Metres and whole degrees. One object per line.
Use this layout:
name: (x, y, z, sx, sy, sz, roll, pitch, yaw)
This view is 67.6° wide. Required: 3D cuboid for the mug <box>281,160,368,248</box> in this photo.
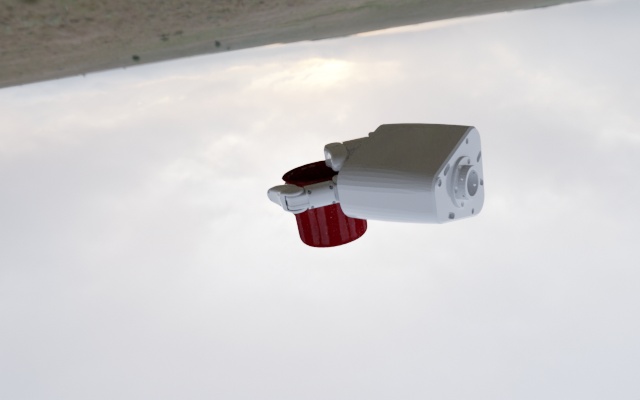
mug: (-0.001, 0.002, 0.556, 0.117, 0.081, 0.093, 5, 23, 42)
